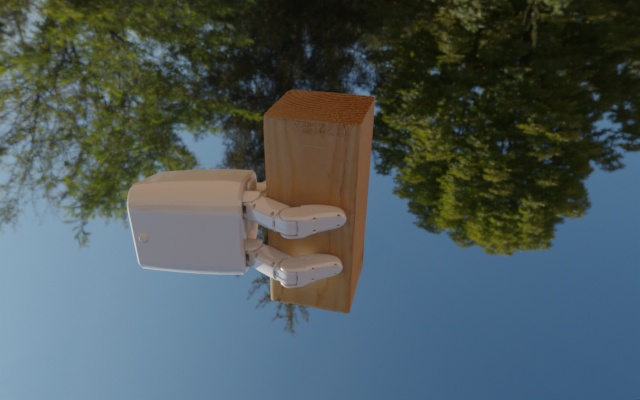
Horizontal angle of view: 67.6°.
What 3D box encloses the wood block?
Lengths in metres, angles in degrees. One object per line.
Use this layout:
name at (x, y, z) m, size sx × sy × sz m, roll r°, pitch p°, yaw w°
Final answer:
wood block at (0.000, 0.002, 0.492) m, size 0.090 × 0.206 × 0.090 m, roll 7°, pitch 30°, yaw 11°
